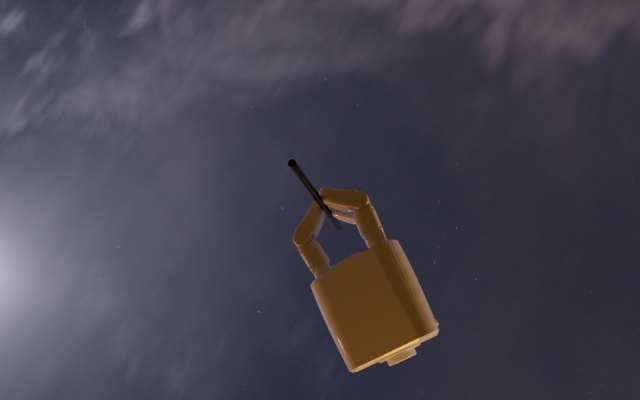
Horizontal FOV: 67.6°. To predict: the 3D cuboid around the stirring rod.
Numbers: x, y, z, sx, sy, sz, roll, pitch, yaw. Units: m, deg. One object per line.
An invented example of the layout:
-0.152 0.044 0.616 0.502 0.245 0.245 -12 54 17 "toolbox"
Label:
0.000 0.002 0.548 0.011 0.011 0.240 0 -17 13 "stirring rod"
